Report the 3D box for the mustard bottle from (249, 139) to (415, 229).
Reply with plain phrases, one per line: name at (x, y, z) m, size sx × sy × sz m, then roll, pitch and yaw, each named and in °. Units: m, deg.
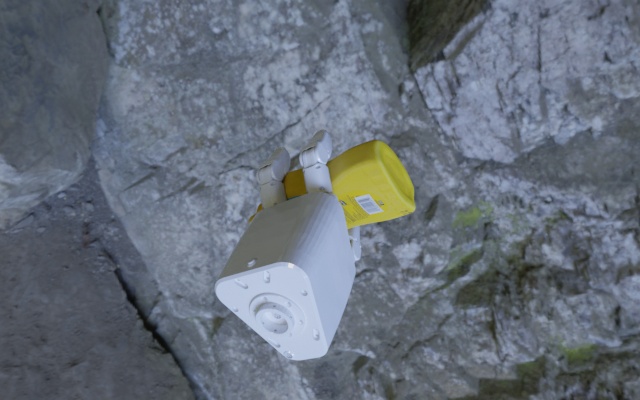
mustard bottle at (0.000, 0.001, 0.530) m, size 0.191 × 0.058 × 0.096 m, roll -19°, pitch -41°, yaw 27°
